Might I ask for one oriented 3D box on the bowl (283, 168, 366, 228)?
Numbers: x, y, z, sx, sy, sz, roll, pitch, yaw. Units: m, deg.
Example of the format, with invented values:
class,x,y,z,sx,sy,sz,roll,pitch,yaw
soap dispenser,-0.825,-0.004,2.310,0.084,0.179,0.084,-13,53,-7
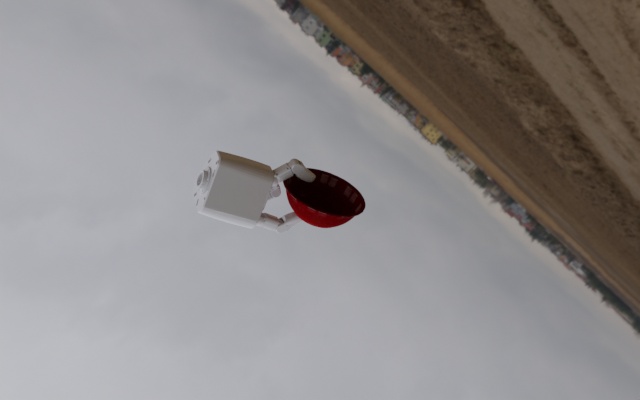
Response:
class,x,y,z,sx,sy,sz,roll,pitch,yaw
bowl,0.001,0.004,0.897,0.162,0.055,0.162,16,29,-9
